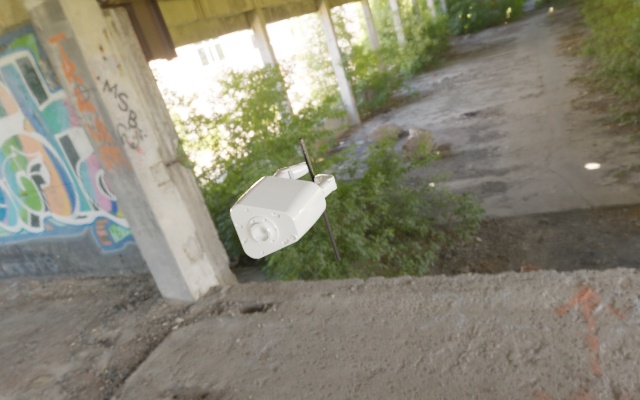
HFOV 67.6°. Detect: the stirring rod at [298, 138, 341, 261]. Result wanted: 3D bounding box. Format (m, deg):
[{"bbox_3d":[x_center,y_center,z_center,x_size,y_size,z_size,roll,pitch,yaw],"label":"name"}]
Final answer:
[{"bbox_3d":[0.000,0.003,0.852,0.011,0.240,0.011,-15,20,6],"label":"stirring rod"}]
